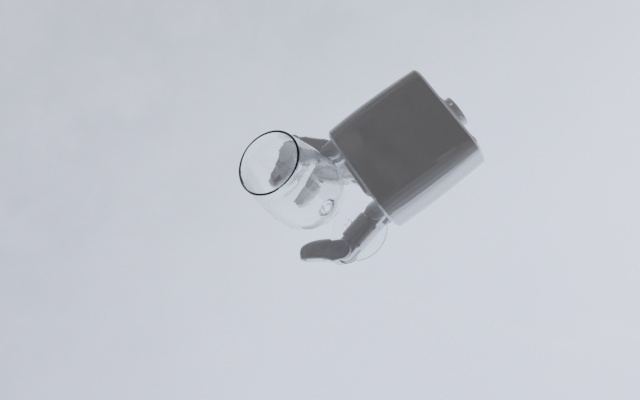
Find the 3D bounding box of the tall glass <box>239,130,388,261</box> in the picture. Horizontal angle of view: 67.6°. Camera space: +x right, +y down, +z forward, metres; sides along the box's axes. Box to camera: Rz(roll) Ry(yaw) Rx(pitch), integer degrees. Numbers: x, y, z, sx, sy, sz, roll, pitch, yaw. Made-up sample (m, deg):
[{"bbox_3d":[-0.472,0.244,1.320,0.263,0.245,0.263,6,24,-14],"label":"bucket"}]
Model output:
[{"bbox_3d":[0.000,0.002,0.489,0.079,0.079,0.201,0,-20,29],"label":"tall glass"}]
